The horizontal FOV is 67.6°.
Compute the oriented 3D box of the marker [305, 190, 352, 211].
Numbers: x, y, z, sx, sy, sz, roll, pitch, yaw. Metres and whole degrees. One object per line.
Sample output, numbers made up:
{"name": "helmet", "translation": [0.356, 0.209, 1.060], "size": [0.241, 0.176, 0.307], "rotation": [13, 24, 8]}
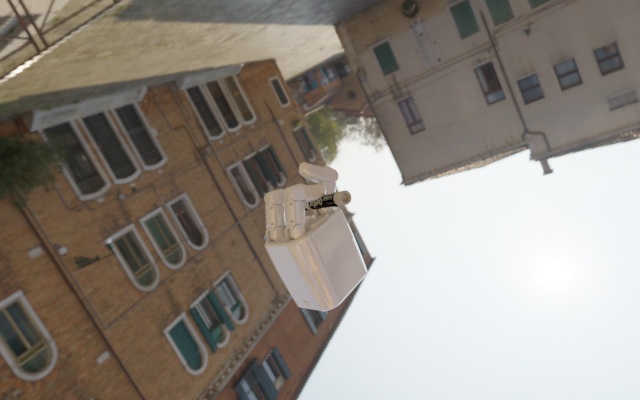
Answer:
{"name": "marker", "translation": [0.000, 0.002, 0.654], "size": [0.020, 0.020, 0.121], "rotation": [0, -6, -33]}
